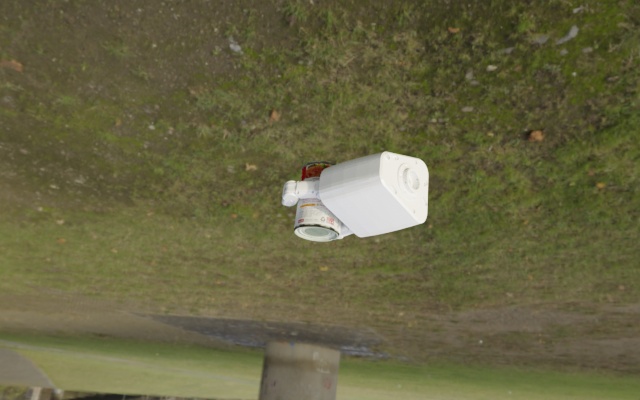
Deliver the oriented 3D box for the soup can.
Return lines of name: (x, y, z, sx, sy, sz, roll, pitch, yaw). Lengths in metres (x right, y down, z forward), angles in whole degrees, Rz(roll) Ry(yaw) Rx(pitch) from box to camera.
soup can: (0.000, 0.003, 0.705, 0.068, 0.102, 0.068, 6, -22, 2)
